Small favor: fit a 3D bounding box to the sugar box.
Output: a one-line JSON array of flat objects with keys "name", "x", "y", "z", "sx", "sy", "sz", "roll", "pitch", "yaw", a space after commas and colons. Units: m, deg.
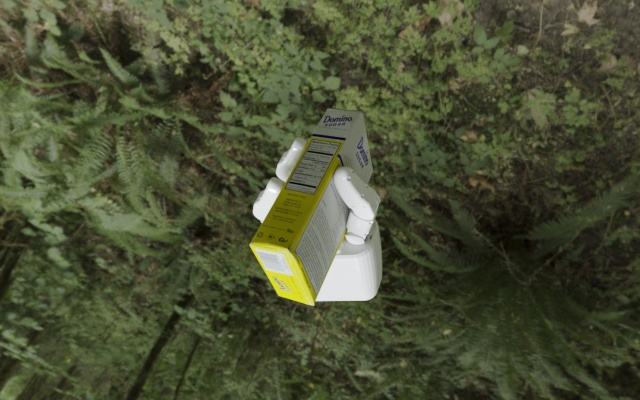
[{"name": "sugar box", "x": 0.000, "y": 0.002, "z": 0.470, "sx": 0.048, "sy": 0.176, "sz": 0.093, "roll": 9, "pitch": -37, "yaw": 22}]
